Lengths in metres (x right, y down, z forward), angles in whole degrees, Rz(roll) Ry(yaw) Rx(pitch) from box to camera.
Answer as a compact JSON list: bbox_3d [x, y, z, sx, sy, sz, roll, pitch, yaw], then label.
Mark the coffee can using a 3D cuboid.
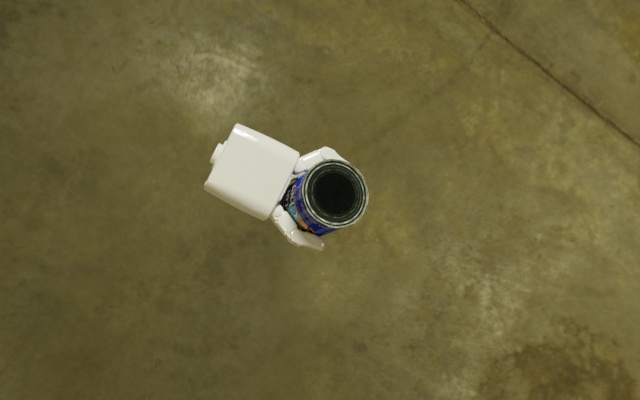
[{"bbox_3d":[0.000,0.003,0.748,0.103,0.102,0.140,0,-11,-19],"label":"coffee can"}]
